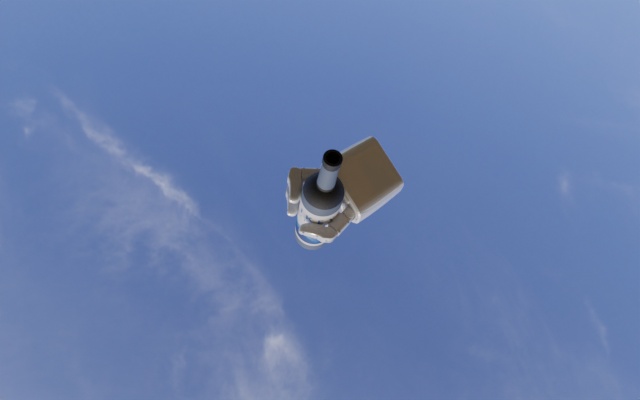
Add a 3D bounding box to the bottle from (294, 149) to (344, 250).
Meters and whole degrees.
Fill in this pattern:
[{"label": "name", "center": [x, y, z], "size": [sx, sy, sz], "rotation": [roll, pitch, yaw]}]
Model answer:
[{"label": "bottle", "center": [0.000, 0.003, 0.778], "size": [0.069, 0.069, 0.296], "rotation": [0, -24, -7]}]
